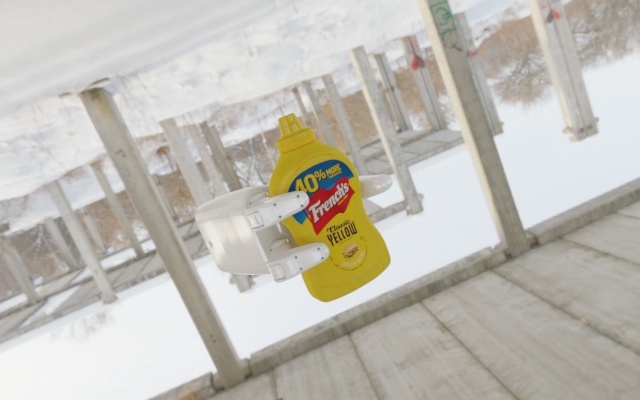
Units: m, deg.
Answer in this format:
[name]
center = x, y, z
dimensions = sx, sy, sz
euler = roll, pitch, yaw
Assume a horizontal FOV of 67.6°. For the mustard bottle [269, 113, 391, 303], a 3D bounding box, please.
[mustard bottle]
center = 0.000, 0.002, 0.498
dimensions = 0.096, 0.192, 0.058
euler = -26, 12, -19
